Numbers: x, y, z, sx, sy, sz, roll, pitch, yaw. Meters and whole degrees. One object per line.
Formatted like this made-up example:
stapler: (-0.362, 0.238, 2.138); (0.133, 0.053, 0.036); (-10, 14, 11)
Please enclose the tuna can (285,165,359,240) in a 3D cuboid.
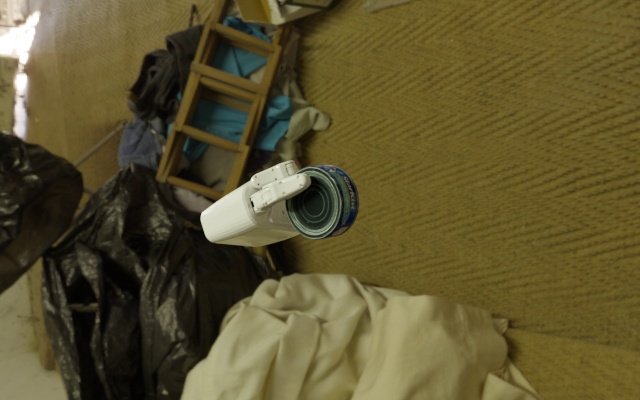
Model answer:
tuna can: (0.000, 0.002, 0.553); (0.086, 0.086, 0.034); (0, 5, 38)
